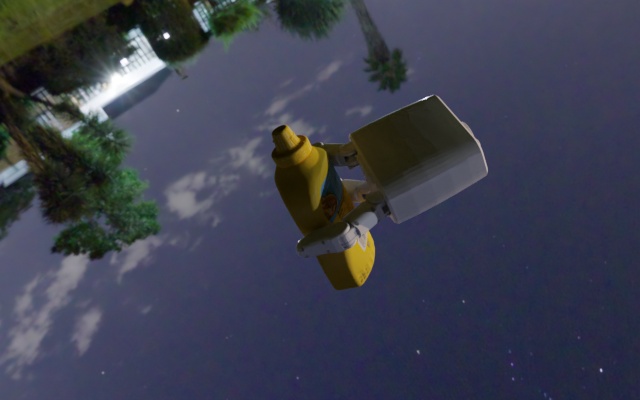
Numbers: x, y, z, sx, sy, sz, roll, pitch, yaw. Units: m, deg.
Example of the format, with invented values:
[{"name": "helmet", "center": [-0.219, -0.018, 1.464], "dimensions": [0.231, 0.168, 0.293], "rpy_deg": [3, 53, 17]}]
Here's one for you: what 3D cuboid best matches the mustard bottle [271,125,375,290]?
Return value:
[{"name": "mustard bottle", "center": [0.000, 0.002, 0.517], "dimensions": [0.058, 0.192, 0.096], "rpy_deg": [-14, 35, 23]}]
